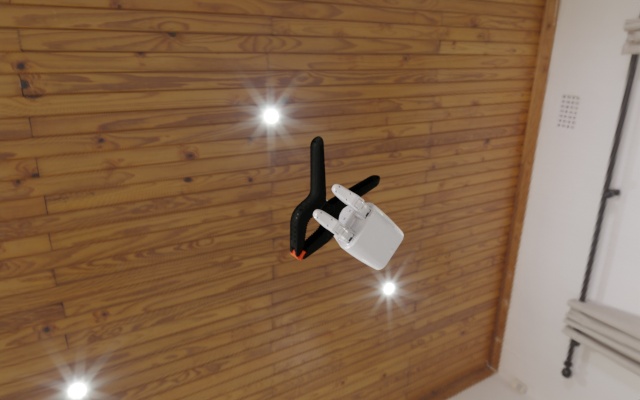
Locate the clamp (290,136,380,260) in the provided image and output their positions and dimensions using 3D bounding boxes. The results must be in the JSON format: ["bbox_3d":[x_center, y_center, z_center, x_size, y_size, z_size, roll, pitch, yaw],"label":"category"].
[{"bbox_3d":[0.000,0.003,0.838,0.165,0.210,0.036,37,-6,-33],"label":"clamp"}]
